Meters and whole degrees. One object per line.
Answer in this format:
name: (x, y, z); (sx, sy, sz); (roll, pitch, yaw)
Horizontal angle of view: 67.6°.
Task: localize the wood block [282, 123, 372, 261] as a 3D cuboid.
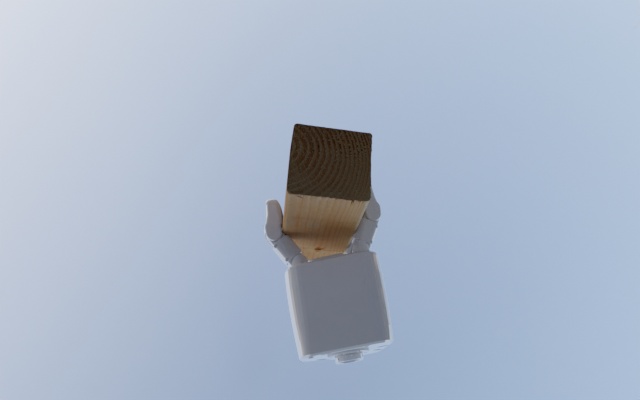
wood block: (0.000, 0.002, 0.603); (0.091, 0.090, 0.206); (6, -26, -4)
